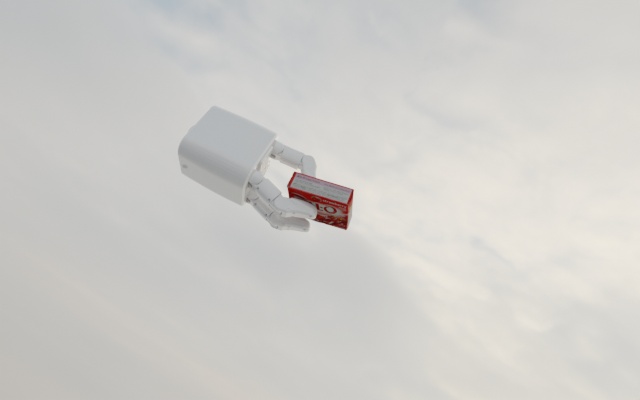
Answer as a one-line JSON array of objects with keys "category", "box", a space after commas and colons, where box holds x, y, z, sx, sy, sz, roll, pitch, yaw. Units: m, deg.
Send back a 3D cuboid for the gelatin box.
[{"category": "gelatin box", "box": [0.001, 0.002, 0.664, 0.089, 0.030, 0.073, 16, -29, 10]}]
